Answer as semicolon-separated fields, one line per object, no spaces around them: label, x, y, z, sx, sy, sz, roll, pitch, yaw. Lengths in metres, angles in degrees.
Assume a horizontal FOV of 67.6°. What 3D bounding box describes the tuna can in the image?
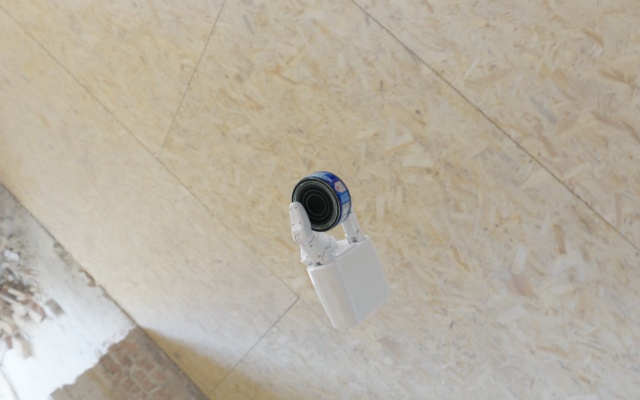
tuna can;0.000;0.002;0.695;0.086;0.086;0.033;0;17;33
